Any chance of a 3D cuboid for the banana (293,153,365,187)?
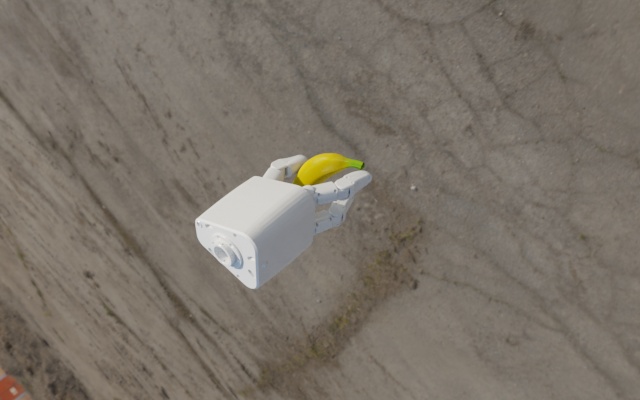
[{"bbox_3d":[-0.012,-0.013,0.703,0.037,0.069,0.198,-41,-7,-41],"label":"banana"}]
